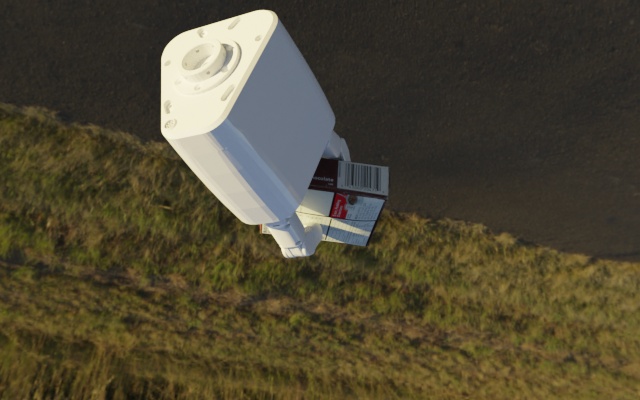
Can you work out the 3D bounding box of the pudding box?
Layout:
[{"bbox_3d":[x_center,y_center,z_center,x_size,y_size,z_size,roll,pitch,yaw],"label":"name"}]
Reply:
[{"bbox_3d":[0.000,0.002,0.446,0.113,0.039,0.090,9,-34,-3],"label":"pudding box"}]
